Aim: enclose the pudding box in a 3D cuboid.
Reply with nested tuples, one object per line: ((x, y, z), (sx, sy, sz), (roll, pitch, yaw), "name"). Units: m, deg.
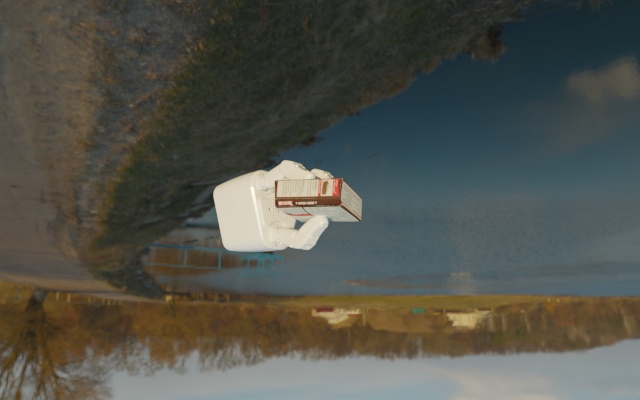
((0.000, 0.002, 0.628), (0.090, 0.039, 0.113), (-2, -11, 17), "pudding box")
